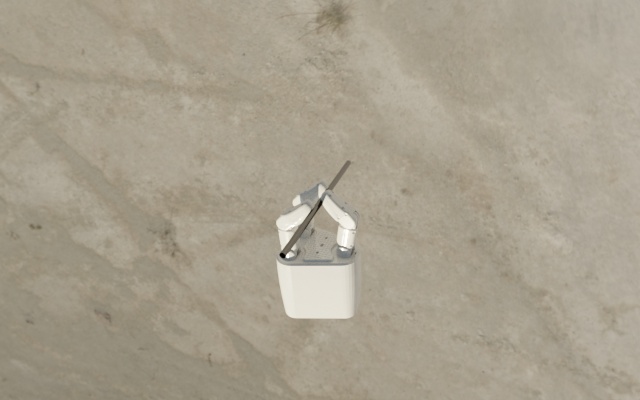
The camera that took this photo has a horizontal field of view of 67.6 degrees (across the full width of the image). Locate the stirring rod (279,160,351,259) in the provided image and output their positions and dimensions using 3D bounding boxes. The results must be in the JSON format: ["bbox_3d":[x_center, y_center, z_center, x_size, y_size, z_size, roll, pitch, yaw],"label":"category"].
[{"bbox_3d":[0.000,0.002,0.625,0.011,0.011,0.239,0,29,24],"label":"stirring rod"}]
